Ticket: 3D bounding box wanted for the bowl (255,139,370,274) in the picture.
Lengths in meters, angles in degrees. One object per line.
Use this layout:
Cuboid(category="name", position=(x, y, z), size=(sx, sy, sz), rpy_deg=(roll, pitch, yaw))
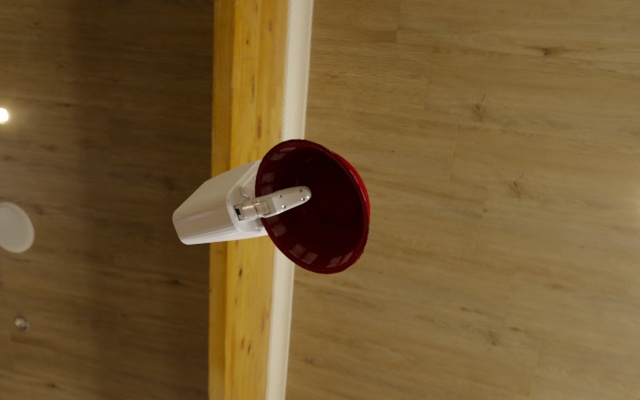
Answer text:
Cuboid(category="bowl", position=(0.001, 0.002, 0.558), size=(0.162, 0.162, 0.055), rpy_deg=(0, 18, 39))
